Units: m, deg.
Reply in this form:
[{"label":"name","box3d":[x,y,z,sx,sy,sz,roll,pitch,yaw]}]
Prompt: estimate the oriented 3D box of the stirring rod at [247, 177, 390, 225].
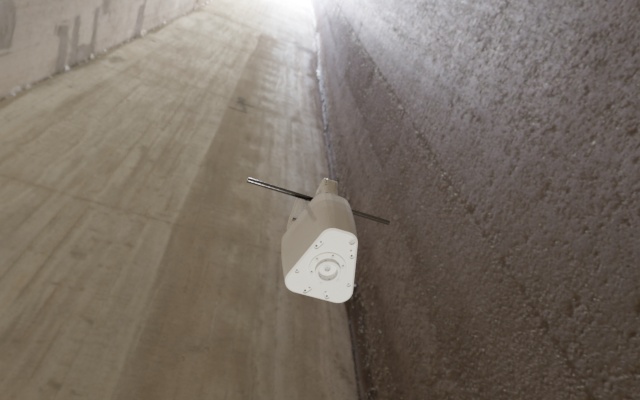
[{"label":"stirring rod","box3d":[0.000,0.002,0.760,0.239,0.011,0.011,17,-4,-12]}]
